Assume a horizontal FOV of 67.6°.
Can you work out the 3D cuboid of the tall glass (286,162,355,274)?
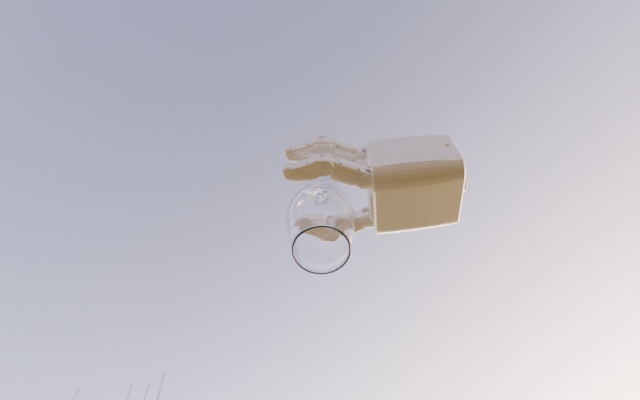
[{"bbox_3d":[0.000,0.002,0.575,0.079,0.079,0.201,0,30,0],"label":"tall glass"}]
